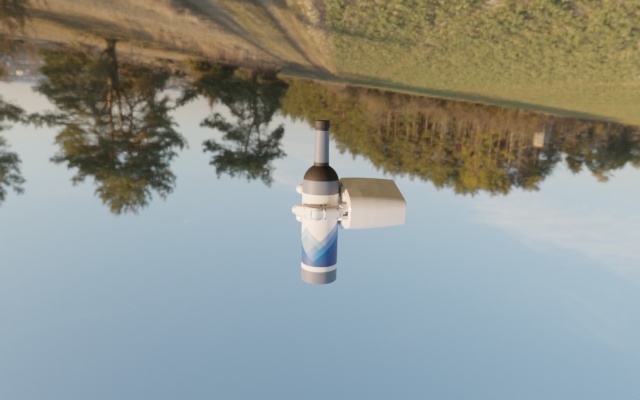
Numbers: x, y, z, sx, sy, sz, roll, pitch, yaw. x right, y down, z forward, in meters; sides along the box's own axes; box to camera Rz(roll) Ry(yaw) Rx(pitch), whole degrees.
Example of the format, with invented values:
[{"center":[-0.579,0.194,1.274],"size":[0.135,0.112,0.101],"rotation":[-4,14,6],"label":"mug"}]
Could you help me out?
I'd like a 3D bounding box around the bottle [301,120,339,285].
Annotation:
[{"center":[0.000,0.003,0.871],"size":[0.069,0.296,0.069],"rotation":[1,12,0],"label":"bottle"}]
